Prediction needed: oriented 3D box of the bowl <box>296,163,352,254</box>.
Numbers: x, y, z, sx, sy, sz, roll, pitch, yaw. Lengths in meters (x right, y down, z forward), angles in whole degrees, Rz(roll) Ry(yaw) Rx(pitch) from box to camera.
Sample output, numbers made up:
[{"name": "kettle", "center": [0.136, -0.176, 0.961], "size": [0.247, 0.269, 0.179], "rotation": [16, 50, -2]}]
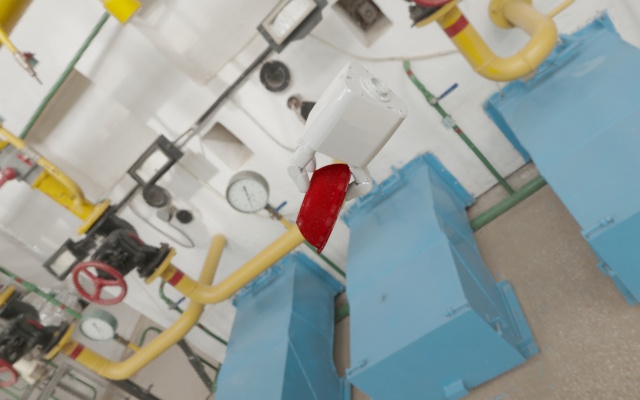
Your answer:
[{"name": "bowl", "center": [-0.001, 0.004, 0.779], "size": [0.055, 0.162, 0.162], "rotation": [19, -1, -3]}]
